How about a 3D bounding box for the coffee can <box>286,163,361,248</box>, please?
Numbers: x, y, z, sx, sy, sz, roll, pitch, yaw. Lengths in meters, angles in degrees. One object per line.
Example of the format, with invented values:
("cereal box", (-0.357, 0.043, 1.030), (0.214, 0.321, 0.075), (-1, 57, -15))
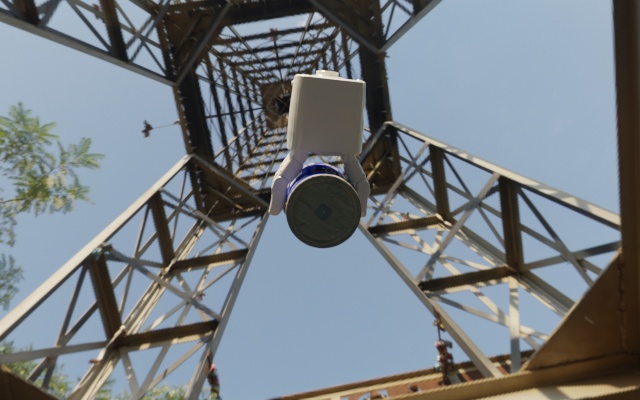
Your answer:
("coffee can", (0.000, 0.003, 0.711), (0.103, 0.103, 0.140), (0, 11, -4))
